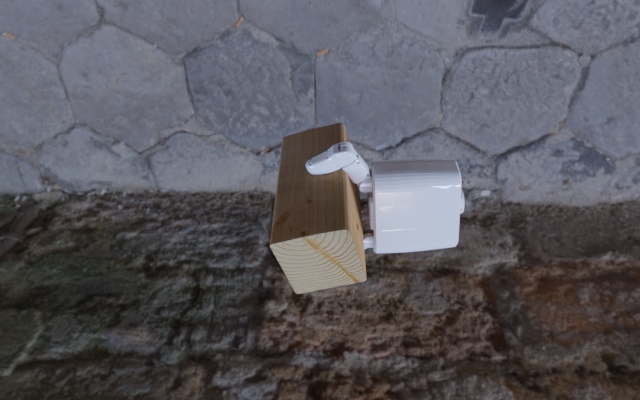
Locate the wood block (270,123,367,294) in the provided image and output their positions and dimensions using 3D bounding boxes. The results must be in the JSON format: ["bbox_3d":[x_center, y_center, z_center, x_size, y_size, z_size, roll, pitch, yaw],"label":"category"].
[{"bbox_3d":[0.000,0.002,0.605,0.090,0.091,0.206,-12,40,11],"label":"wood block"}]
